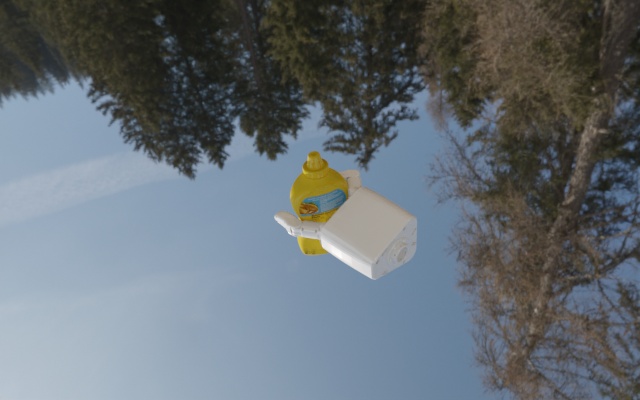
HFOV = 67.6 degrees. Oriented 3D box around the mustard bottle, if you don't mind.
[{"bbox_3d":[0.000,0.003,0.785,0.096,0.192,0.058,-16,41,-9],"label":"mustard bottle"}]
